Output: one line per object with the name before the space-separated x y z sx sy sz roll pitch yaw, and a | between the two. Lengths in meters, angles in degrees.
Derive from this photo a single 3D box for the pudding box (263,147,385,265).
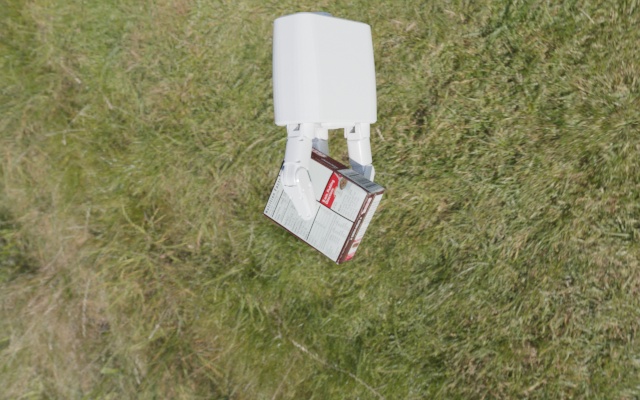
pudding box | 0.000 0.002 0.518 0.113 0.090 0.039 33 22 25
